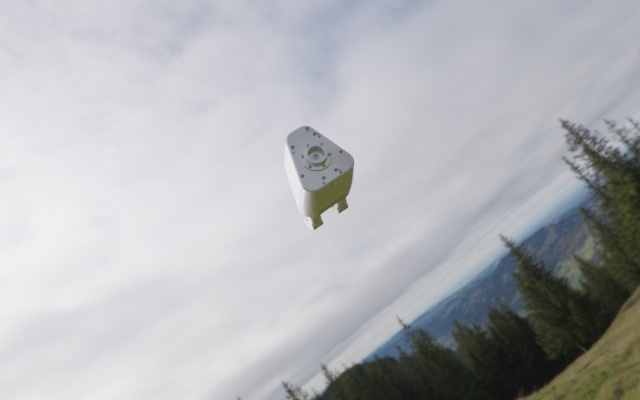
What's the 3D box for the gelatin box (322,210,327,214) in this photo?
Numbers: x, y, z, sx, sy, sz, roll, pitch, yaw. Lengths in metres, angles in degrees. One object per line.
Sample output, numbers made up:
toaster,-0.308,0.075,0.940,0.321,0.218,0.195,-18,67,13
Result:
gelatin box,0.000,0.003,0.900,0.073,0.030,0.089,-37,-11,-1
